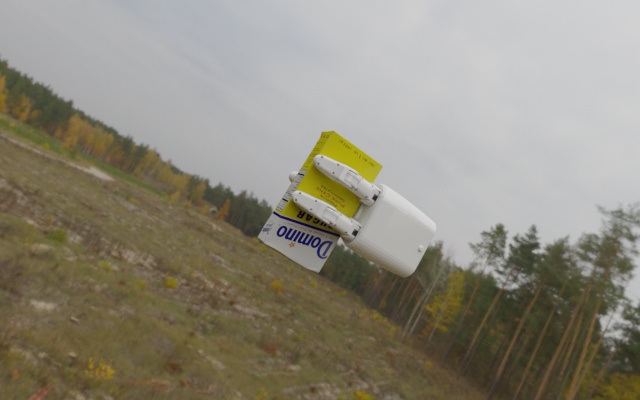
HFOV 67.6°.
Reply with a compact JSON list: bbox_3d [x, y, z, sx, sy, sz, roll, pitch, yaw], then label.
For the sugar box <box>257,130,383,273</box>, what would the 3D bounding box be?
[{"bbox_3d":[0.000,0.002,0.653,0.093,0.176,0.048,32,-7,-21],"label":"sugar box"}]
